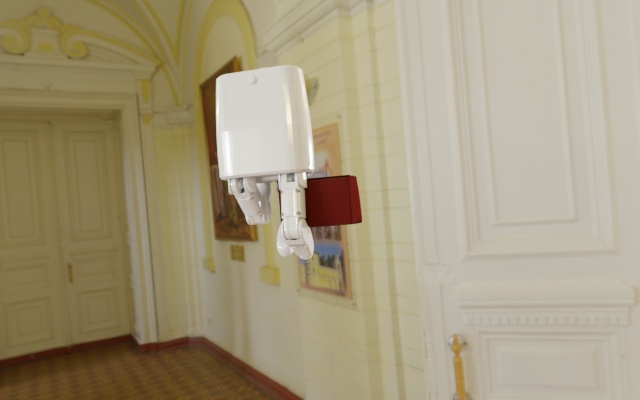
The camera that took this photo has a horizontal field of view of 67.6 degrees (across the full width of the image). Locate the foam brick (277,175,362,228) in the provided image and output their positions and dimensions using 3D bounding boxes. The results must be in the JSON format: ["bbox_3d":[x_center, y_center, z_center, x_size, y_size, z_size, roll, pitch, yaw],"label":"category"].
[{"bbox_3d":[0.000,0.002,0.505,0.078,0.051,0.053,-5,-1,14],"label":"foam brick"}]
